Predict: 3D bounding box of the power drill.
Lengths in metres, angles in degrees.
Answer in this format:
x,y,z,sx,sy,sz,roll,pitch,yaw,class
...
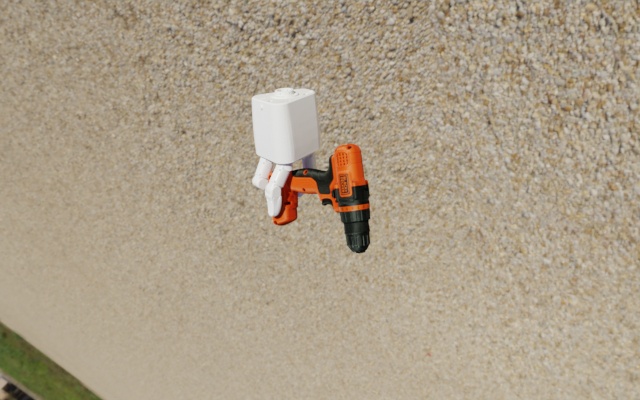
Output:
x,y,z,sx,sy,sz,roll,pitch,yaw,class
0.000,0.003,0.840,0.187,0.184,0.057,-5,1,32,power drill
